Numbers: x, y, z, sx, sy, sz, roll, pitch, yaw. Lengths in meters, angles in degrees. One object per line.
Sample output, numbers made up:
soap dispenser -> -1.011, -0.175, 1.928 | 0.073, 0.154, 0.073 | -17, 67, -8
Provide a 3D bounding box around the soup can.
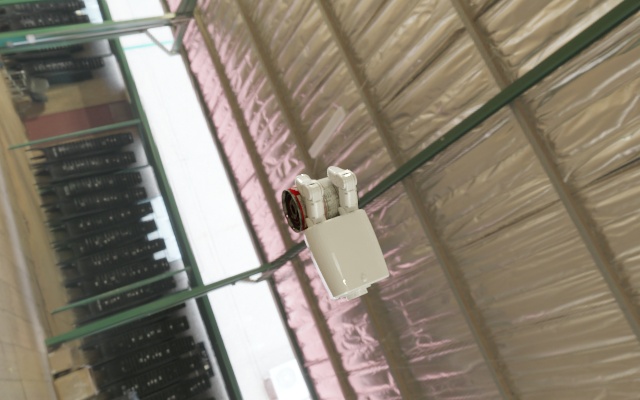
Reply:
soup can -> 0.000, 0.002, 0.732 | 0.102, 0.068, 0.068 | -18, 7, -22
